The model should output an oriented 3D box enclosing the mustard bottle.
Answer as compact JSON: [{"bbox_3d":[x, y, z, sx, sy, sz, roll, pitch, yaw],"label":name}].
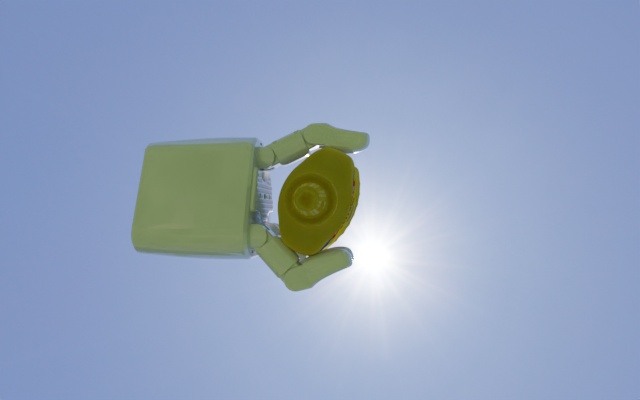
[{"bbox_3d":[0.000,0.002,0.434,0.058,0.096,0.191,25,1,7],"label":"mustard bottle"}]
